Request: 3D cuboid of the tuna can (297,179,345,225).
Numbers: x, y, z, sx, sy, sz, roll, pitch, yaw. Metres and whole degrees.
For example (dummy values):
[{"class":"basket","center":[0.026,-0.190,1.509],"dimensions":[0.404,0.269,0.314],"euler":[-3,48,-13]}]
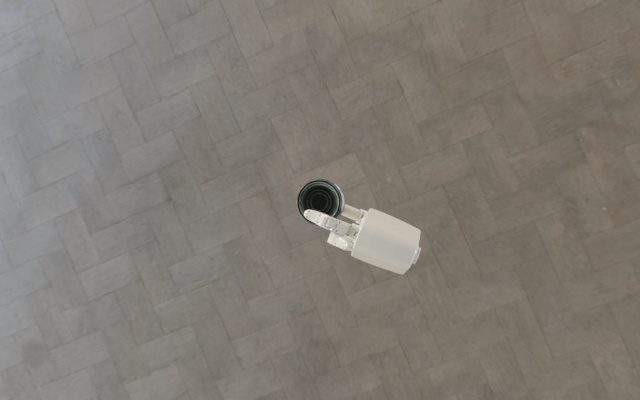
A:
[{"class":"tuna can","center":[0.000,0.003,0.870],"dimensions":[0.086,0.086,0.034],"euler":[0,1,12]}]
